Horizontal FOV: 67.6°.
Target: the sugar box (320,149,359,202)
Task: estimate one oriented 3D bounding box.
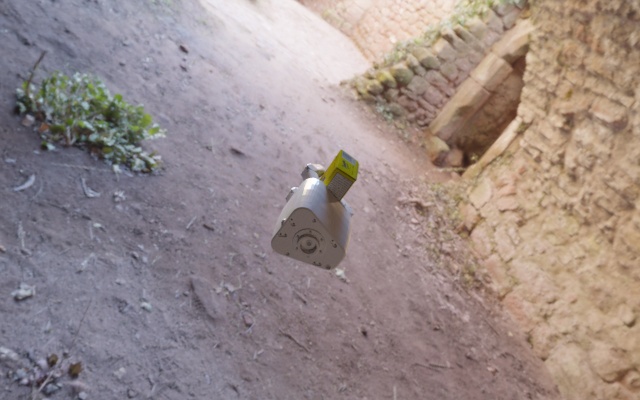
[{"bbox_3d":[0.000,0.002,0.833,0.048,0.176,0.093,34,24,-8],"label":"sugar box"}]
